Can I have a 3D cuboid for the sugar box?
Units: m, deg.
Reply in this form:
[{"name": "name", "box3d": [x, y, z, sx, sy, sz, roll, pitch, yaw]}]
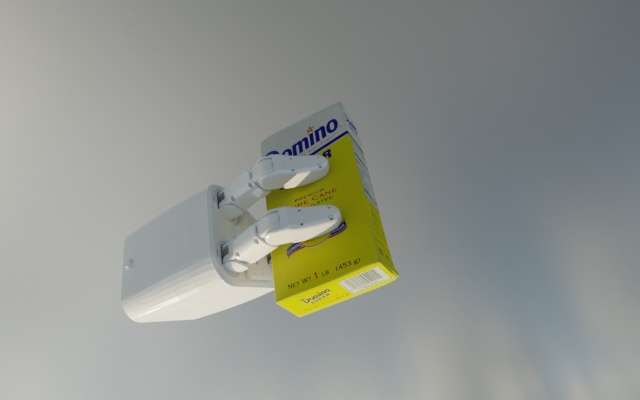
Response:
[{"name": "sugar box", "box3d": [0.000, 0.001, 0.419, 0.093, 0.176, 0.048, -24, -36, 16]}]
